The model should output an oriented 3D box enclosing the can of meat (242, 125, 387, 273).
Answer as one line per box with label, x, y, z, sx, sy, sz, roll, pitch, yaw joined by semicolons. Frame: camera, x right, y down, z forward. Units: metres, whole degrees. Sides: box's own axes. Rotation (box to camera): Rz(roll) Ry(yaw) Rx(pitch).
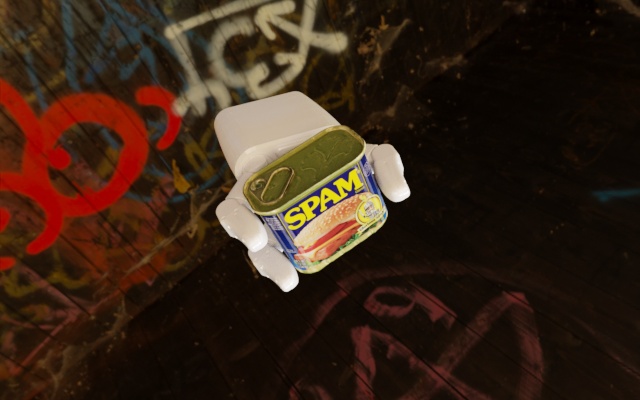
can of meat;0.000;0.002;0.401;0.102;0.084;0.057;-33;41;-7
